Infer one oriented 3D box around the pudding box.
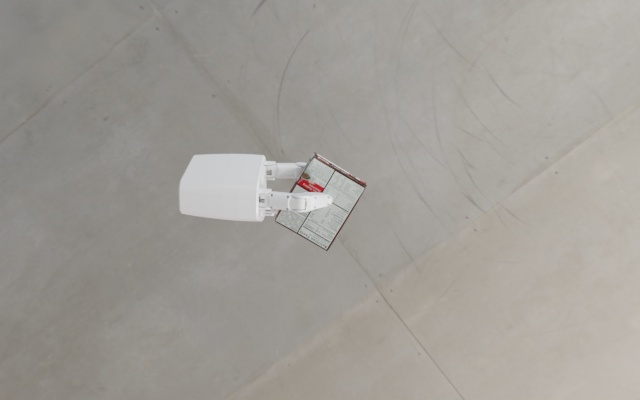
[{"bbox_3d":[0.000,0.002,0.680,0.090,0.113,0.039,30,12,-5],"label":"pudding box"}]
